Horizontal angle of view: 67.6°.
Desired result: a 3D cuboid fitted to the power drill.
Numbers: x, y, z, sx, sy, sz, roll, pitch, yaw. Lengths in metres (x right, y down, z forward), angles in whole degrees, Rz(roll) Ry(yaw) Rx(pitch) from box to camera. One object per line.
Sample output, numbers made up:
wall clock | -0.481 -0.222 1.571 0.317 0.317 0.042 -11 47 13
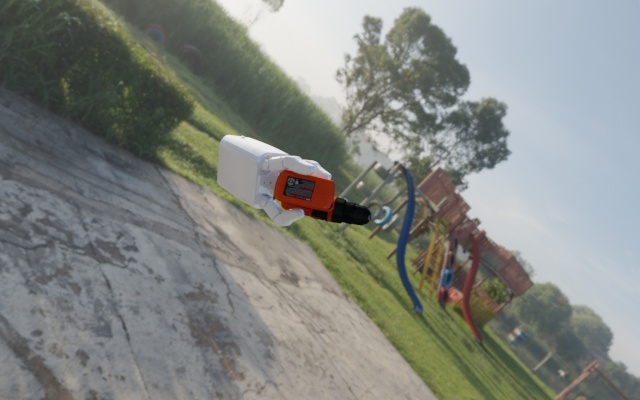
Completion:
power drill | 0.000 0.003 0.885 0.184 0.057 0.188 11 -10 11
